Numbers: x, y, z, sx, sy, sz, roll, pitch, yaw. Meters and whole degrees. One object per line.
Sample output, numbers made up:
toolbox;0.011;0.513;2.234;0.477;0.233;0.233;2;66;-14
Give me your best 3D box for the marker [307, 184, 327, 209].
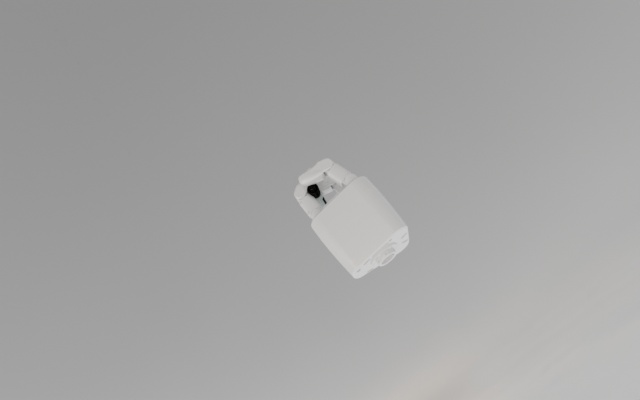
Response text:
marker;0.000;0.003;0.795;0.020;0.020;0.121;0;-23;14
